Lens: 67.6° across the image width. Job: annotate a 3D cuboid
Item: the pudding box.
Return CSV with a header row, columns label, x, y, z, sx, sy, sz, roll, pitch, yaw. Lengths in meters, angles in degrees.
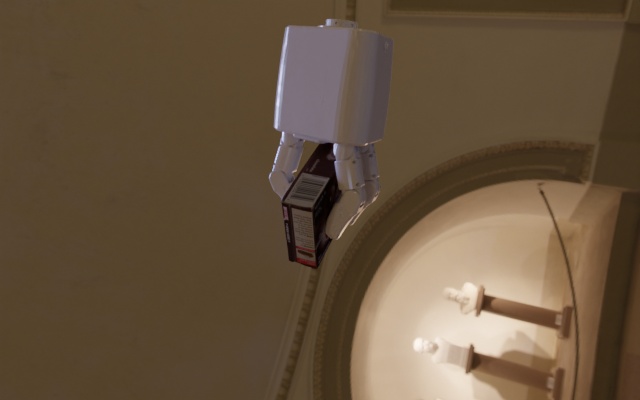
label,x,y,z,sx,sy,sz,roll,pitch,yaw
pudding box,0.000,0.002,0.514,0.039,0.090,0.113,14,45,20
